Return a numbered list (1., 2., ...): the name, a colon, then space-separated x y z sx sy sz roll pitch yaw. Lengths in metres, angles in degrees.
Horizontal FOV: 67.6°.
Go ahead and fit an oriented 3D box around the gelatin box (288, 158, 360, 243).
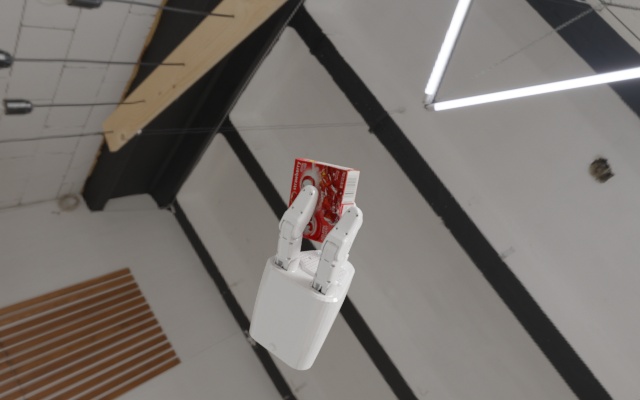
1. gelatin box: 0.000 0.001 0.546 0.073 0.089 0.030 16 11 33
